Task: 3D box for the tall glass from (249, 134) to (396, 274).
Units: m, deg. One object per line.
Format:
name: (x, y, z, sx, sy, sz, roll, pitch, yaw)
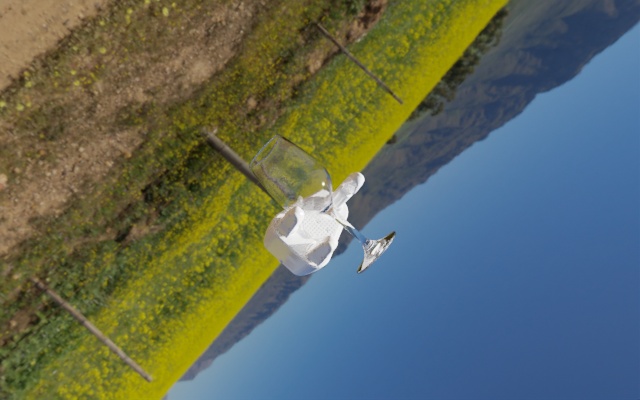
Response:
tall glass: (0.001, 0.002, 0.629, 0.201, 0.079, 0.079, 42, 0, 0)
